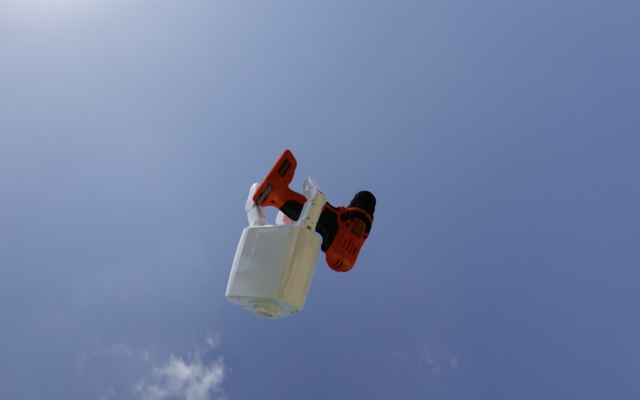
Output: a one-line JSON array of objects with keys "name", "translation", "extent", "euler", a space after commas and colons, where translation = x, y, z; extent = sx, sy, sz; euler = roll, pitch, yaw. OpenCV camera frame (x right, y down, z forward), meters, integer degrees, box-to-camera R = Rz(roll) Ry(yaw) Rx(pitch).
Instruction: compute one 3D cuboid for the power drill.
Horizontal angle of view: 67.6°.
[{"name": "power drill", "translation": [0.000, 0.002, 0.755], "extent": [0.187, 0.057, 0.184], "euler": [35, 38, -6]}]
